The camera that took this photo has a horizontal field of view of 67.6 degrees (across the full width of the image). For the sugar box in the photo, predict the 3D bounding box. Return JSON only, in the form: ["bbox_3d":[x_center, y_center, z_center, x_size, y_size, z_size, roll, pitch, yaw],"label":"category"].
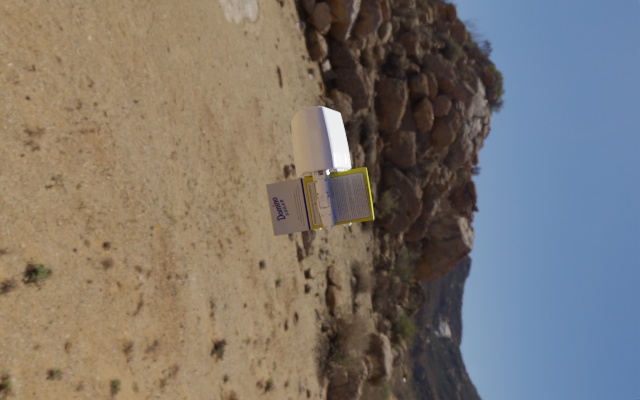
[{"bbox_3d":[0.000,0.003,0.834,0.176,0.093,0.048,-9,-2,6],"label":"sugar box"}]
